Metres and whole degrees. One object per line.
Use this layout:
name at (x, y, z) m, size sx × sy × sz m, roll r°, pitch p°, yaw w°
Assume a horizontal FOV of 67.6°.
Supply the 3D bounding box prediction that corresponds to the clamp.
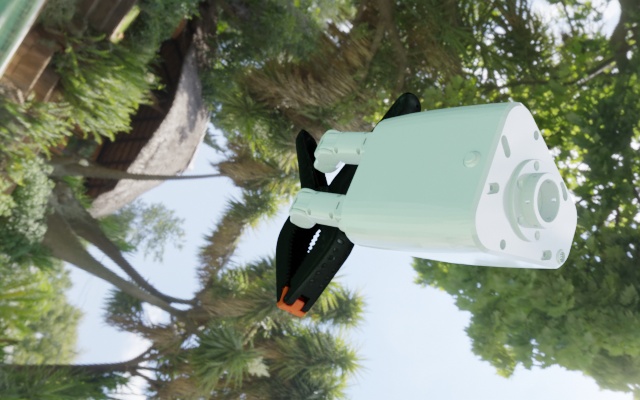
clamp at (0.001, 0.002, 0.450) m, size 0.036 × 0.210 × 0.164 m, roll 32°, pitch -18°, yaw -31°
